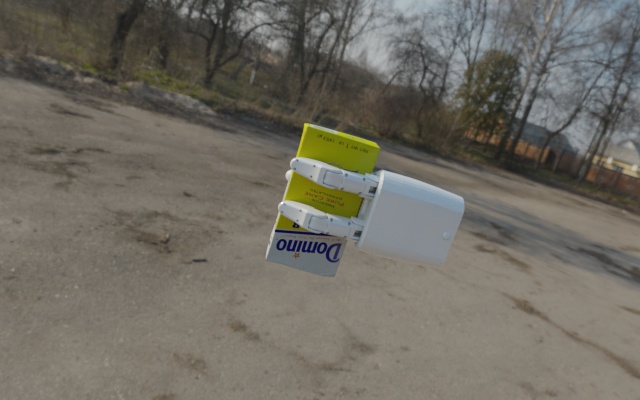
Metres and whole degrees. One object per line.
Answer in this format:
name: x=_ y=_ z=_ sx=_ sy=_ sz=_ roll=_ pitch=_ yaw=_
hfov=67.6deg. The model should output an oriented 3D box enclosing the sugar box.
sugar box: x=0.000 y=0.002 z=0.589 sx=0.093 sy=0.176 sz=0.048 roll=16 pitch=13 yaw=-7
